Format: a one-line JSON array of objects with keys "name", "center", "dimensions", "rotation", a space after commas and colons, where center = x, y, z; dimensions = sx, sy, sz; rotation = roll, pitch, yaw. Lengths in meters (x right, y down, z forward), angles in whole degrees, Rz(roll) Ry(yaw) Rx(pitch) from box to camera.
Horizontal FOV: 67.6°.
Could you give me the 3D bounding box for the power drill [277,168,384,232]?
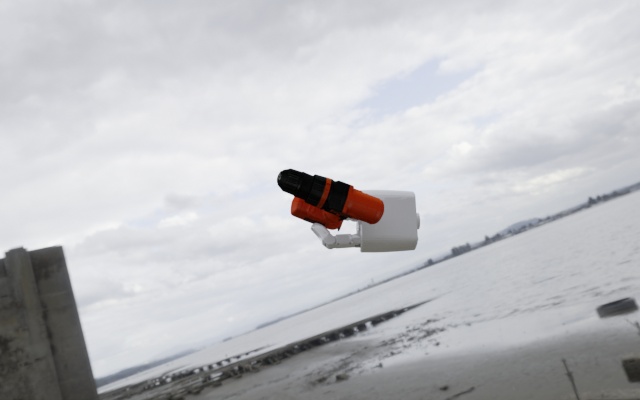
[{"name": "power drill", "center": [0.000, 0.003, 0.843], "dimensions": [0.184, 0.057, 0.187], "rotation": [21, -11, -10]}]
